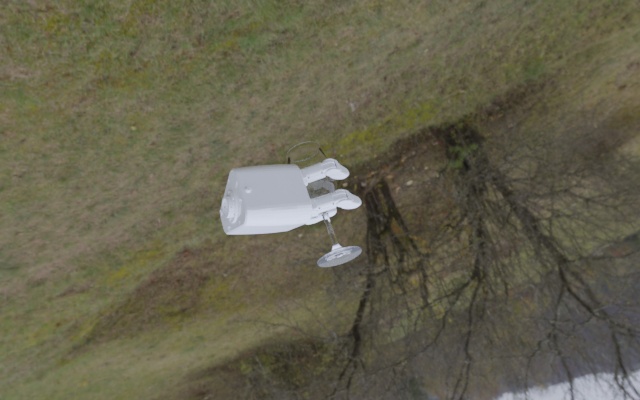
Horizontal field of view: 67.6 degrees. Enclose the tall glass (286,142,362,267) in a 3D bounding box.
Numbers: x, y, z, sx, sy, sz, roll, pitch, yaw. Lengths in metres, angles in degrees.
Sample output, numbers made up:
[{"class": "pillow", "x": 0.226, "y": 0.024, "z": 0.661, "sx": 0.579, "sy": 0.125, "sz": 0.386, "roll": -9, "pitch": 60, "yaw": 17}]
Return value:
[{"class": "tall glass", "x": 0.000, "y": 0.003, "z": 0.784, "sx": 0.079, "sy": 0.201, "sz": 0.079, "roll": -16, "pitch": -24, "yaw": -7}]
